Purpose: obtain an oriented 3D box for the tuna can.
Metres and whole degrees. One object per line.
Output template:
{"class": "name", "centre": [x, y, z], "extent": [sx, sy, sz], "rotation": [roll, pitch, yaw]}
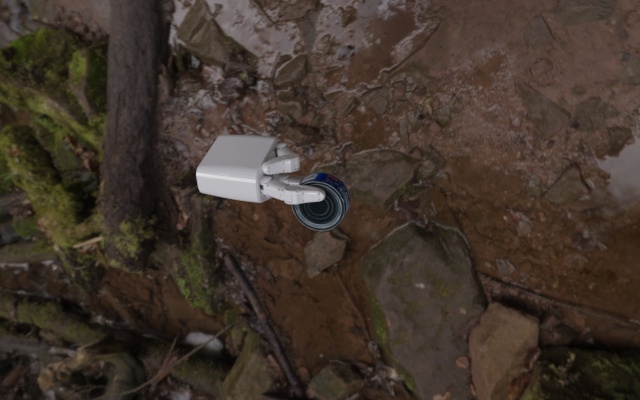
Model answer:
{"class": "tuna can", "centre": [0.000, 0.003, 0.724], "extent": [0.086, 0.086, 0.033], "rotation": [0, 25, 16]}
